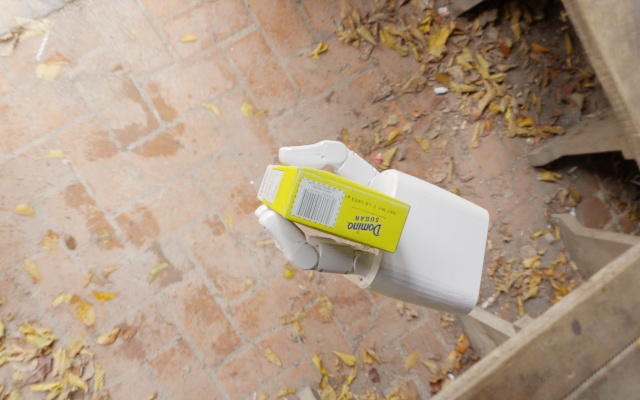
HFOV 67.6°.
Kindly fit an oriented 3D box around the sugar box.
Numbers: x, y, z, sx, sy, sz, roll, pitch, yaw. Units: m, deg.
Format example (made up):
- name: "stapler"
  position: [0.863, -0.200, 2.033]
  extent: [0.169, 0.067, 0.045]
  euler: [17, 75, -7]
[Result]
- name: "sugar box"
  position: [0.000, 0.002, 0.431]
  extent: [0.093, 0.048, 0.176]
  euler: [19, -3, -14]
